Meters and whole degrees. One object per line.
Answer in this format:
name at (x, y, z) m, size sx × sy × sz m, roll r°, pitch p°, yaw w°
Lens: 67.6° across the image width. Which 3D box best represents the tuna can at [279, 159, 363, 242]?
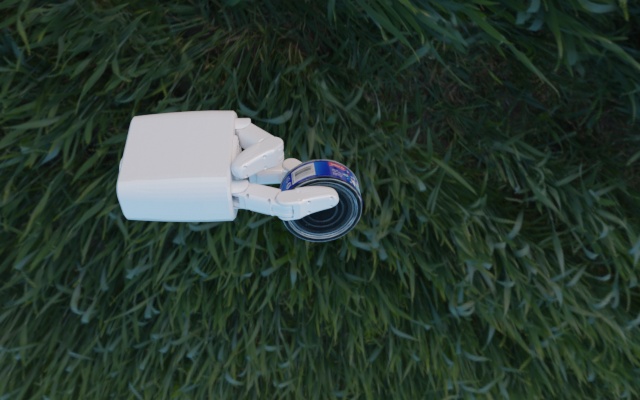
tuna can at (0.000, 0.002, 0.495) m, size 0.086 × 0.086 × 0.033 m, roll 0°, pitch 37°, yaw -7°
